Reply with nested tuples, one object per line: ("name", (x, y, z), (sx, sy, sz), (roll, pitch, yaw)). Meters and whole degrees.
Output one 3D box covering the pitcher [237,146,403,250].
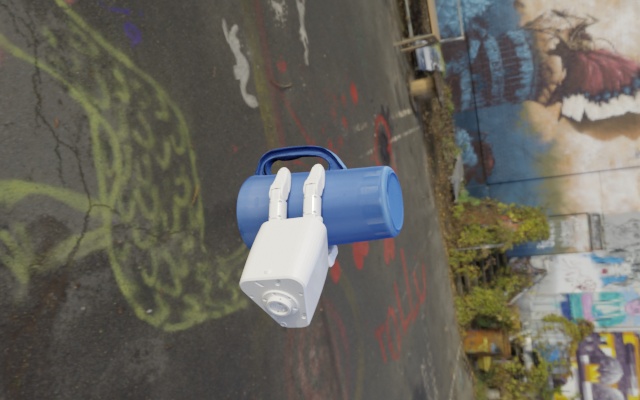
("pitcher", (0.000, 0.003, 0.754), (0.243, 0.149, 0.145), (-7, 36, 22))
